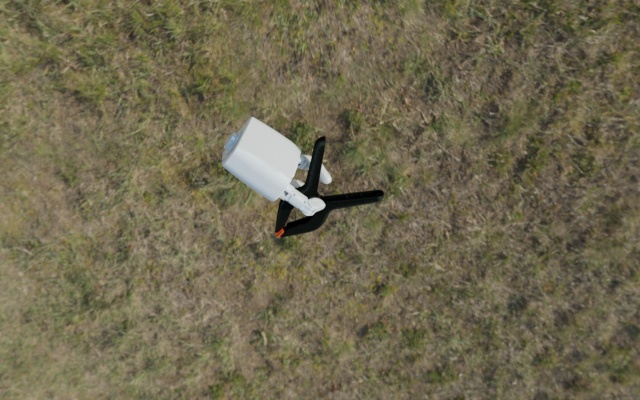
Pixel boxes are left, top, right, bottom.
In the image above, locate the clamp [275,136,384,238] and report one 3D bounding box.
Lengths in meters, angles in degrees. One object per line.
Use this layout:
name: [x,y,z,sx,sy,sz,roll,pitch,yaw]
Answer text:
clamp: [0.000,0.004,0.873,0.164,0.210,0.036,35,25,-19]
